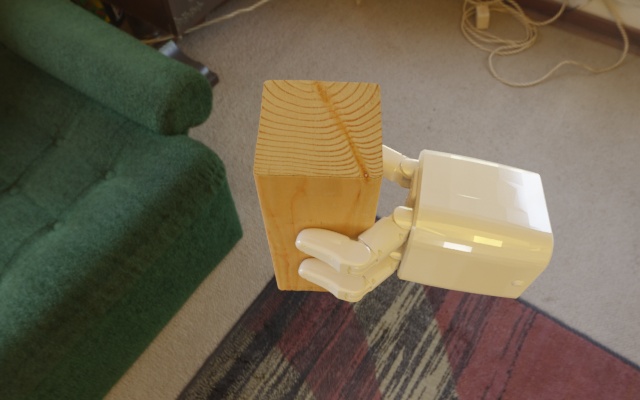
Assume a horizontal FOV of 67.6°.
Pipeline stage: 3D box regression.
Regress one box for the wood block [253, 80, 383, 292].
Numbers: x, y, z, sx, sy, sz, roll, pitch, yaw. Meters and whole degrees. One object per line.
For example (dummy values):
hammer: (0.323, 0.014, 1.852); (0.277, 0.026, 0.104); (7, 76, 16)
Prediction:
wood block: (0.000, 0.001, 0.426); (0.090, 0.090, 0.206); (2, -32, 1)
